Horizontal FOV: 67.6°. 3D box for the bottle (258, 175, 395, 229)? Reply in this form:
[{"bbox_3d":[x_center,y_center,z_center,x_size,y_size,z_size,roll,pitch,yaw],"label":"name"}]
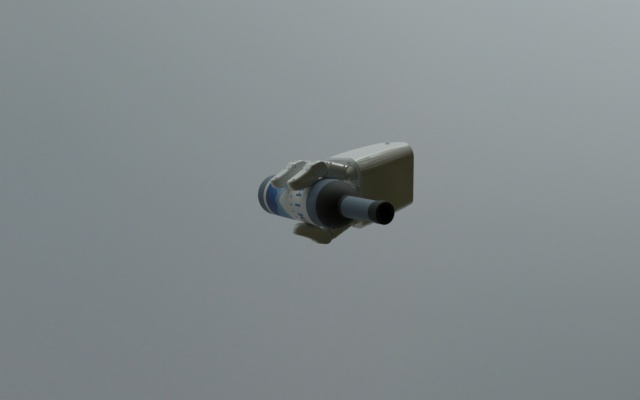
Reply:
[{"bbox_3d":[0.000,0.002,0.666,0.069,0.069,0.295,0,5,-30],"label":"bottle"}]
